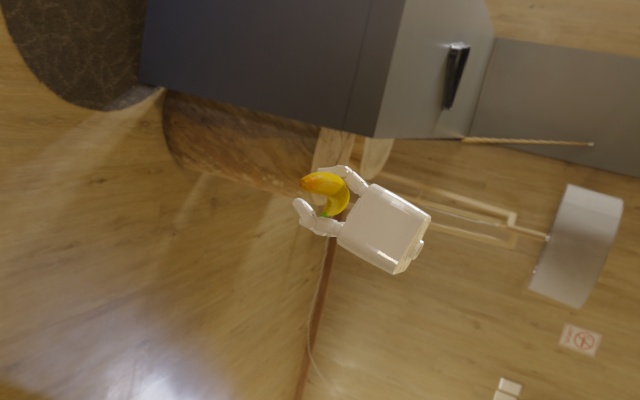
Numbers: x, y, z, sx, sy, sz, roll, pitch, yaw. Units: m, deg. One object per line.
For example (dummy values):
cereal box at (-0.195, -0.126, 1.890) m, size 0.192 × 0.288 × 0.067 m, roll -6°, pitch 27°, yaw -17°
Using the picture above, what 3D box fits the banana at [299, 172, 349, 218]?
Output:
banana at (0.014, -0.009, 0.781) m, size 0.037 × 0.069 × 0.198 m, roll 43°, pitch -8°, yaw 20°
